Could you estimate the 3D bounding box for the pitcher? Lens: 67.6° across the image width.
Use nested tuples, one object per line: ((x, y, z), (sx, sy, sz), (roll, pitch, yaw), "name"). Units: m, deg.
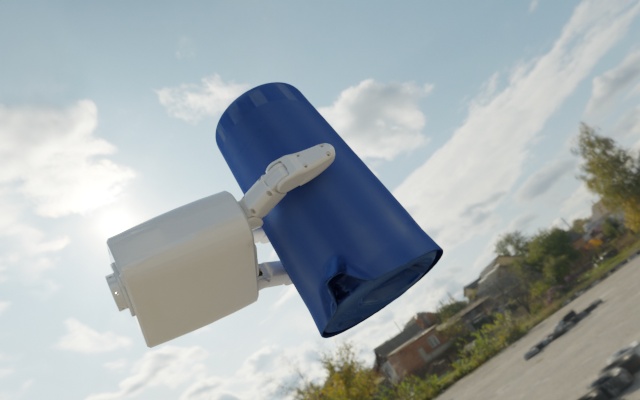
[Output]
((0.000, 0.002, 0.481), (0.145, 0.242, 0.149), (-24, -26, -25), "pitcher")
